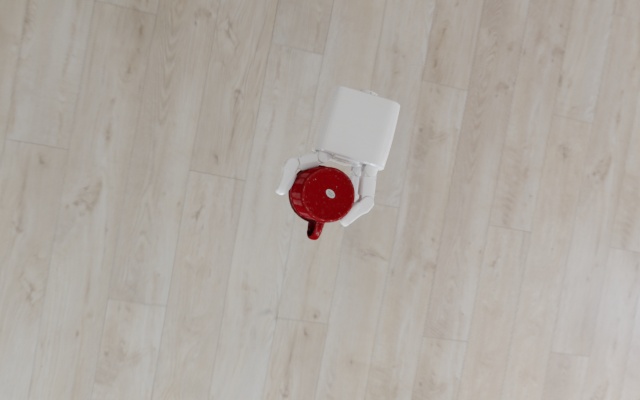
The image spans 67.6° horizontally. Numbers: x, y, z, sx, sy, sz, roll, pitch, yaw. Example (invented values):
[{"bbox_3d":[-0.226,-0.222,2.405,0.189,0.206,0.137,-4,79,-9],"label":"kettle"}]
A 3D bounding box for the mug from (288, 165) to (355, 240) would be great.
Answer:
[{"bbox_3d":[0.000,0.004,0.721,0.093,0.117,0.081,16,-2,-12],"label":"mug"}]
